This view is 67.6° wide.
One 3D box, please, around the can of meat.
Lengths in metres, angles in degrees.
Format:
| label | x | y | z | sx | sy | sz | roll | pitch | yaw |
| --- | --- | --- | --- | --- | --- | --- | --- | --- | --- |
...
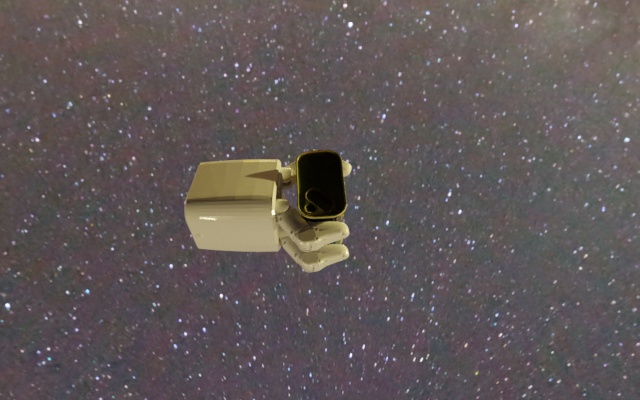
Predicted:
| label | x | y | z | sx | sy | sz | roll | pitch | yaw |
| --- | --- | --- | --- | --- | --- | --- | --- | --- | --- |
| can of meat | 0.000 | 0.002 | 0.601 | 0.057 | 0.102 | 0.084 | -3 | -36 | -2 |
